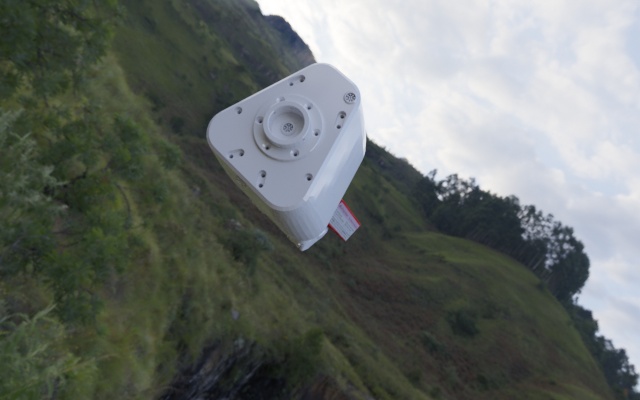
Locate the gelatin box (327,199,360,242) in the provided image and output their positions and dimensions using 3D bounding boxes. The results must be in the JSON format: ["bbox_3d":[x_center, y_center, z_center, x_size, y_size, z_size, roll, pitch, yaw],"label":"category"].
[{"bbox_3d":[0.000,0.001,0.517,0.073,0.030,0.089,42,-2,26],"label":"gelatin box"}]
